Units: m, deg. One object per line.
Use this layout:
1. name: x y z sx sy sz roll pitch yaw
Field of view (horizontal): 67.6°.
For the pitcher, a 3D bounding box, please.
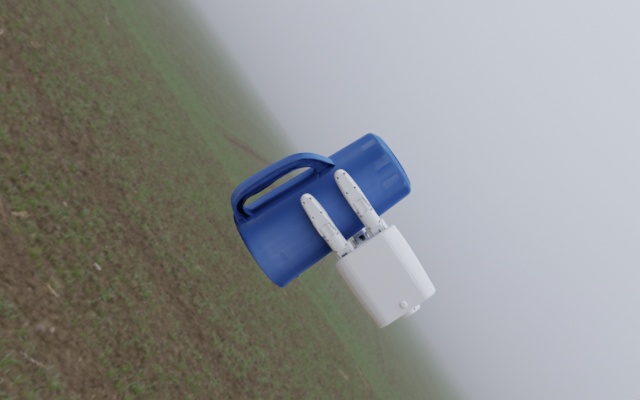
1. pitcher: 0.000 0.002 0.691 0.243 0.145 0.149 -34 -9 2
